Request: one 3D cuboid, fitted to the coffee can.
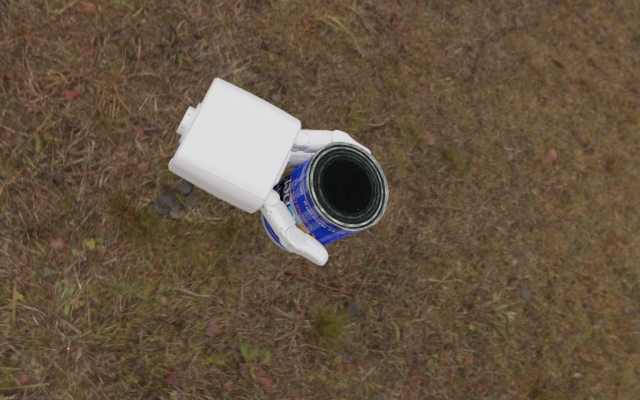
[{"bbox_3d":[0.000,0.002,0.577,0.103,0.102,0.140,0,-15,-28],"label":"coffee can"}]
